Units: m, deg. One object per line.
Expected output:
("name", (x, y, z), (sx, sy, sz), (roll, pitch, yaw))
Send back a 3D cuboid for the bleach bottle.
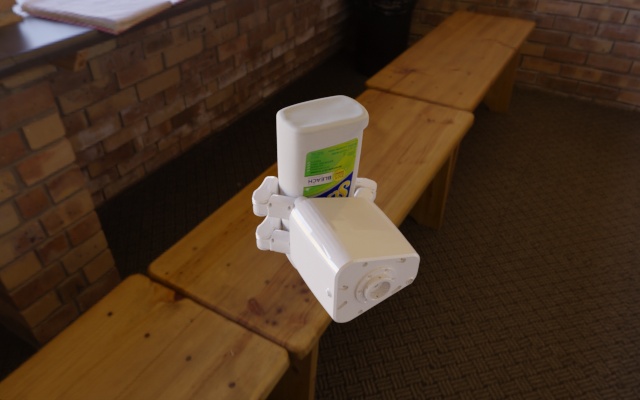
("bleach bottle", (0.000, 0.002, 0.598), (0.102, 0.251, 0.068), (-17, 41, -21))
